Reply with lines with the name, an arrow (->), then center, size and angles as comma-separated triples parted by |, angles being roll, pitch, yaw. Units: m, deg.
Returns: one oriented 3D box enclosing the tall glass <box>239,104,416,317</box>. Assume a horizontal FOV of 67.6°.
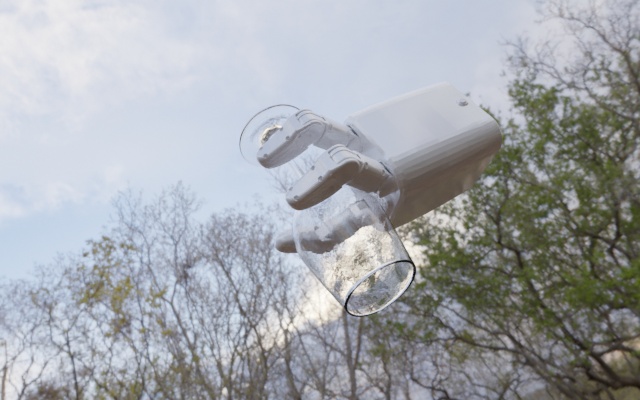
tall glass -> 0.000, 0.001, 0.411 | 0.079, 0.079, 0.201 | 0, 41, -36
